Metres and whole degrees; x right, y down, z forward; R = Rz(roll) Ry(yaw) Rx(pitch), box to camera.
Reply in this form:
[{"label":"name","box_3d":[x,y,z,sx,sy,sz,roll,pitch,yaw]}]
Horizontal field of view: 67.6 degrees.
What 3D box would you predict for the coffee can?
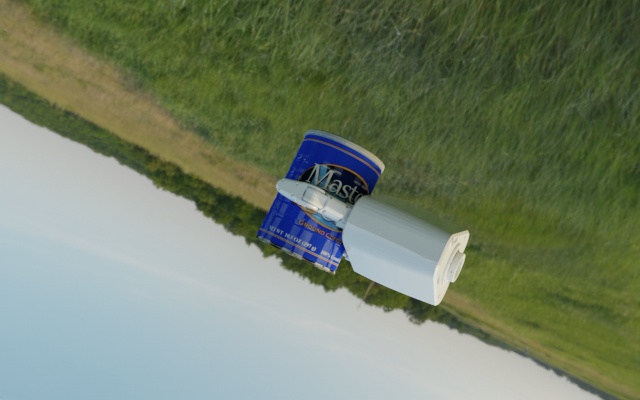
[{"label":"coffee can","box_3d":[0.000,0.002,0.564,0.103,0.140,0.103,25,-6,3]}]
